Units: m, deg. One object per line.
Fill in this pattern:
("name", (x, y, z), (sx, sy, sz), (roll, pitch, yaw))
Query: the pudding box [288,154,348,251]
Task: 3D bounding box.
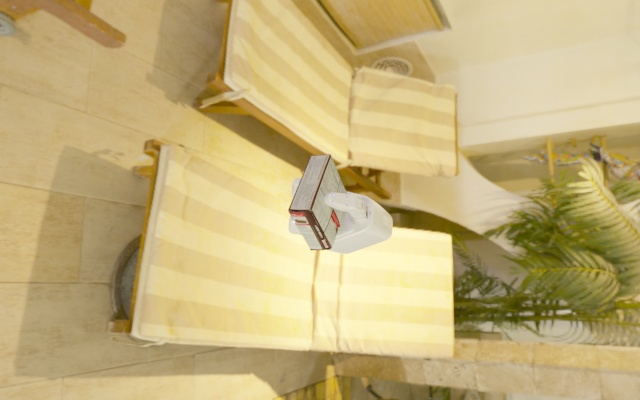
("pudding box", (0.000, 0.002, 0.691), (0.039, 0.113, 0.090), (-4, -44, 25))
